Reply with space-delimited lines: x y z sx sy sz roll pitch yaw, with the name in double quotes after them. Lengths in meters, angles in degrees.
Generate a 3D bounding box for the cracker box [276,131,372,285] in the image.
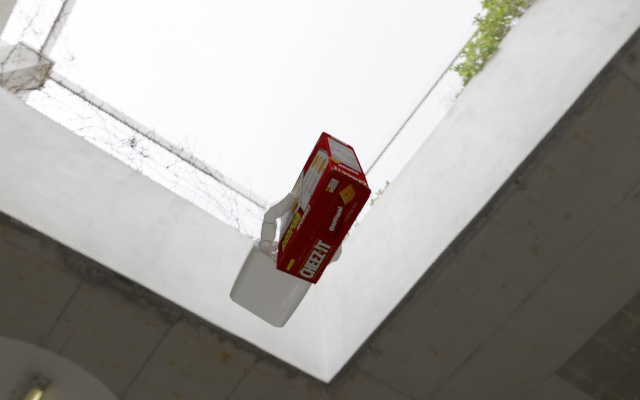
0.000 0.002 0.734 0.072 0.164 0.213 25 18 -12 "cracker box"
